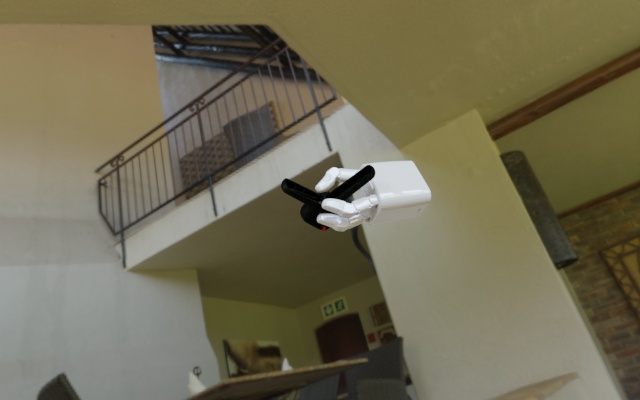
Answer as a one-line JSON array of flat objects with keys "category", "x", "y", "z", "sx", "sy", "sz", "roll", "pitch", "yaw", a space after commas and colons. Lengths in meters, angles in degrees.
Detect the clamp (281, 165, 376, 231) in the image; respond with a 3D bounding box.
[{"category": "clamp", "x": 0.000, "y": 0.002, "z": 0.891, "sx": 0.164, "sy": 0.036, "sz": 0.210, "roll": -6, "pitch": -27, "yaw": -14}]
